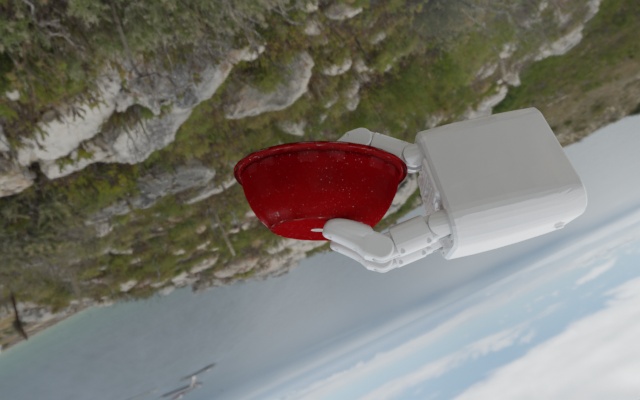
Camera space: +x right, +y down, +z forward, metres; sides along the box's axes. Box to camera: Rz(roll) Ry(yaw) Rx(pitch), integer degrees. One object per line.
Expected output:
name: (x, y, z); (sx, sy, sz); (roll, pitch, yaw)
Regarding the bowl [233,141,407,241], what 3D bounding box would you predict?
bowl: (-0.001, 0.002, 0.441); (0.162, 0.055, 0.162); (0, -16, 0)
